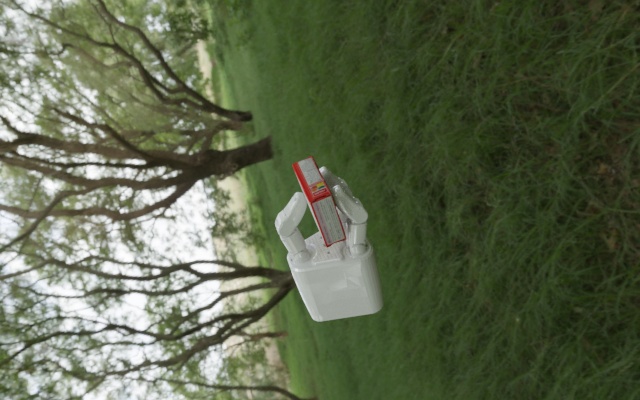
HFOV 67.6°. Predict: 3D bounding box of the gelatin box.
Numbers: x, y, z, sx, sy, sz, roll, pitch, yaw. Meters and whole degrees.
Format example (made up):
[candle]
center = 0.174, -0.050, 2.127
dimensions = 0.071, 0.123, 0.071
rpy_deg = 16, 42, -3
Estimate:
[gelatin box]
center = 0.000, 0.002, 0.583
dimensions = 0.030, 0.073, 0.089
rpy_deg = -23, -44, -2
